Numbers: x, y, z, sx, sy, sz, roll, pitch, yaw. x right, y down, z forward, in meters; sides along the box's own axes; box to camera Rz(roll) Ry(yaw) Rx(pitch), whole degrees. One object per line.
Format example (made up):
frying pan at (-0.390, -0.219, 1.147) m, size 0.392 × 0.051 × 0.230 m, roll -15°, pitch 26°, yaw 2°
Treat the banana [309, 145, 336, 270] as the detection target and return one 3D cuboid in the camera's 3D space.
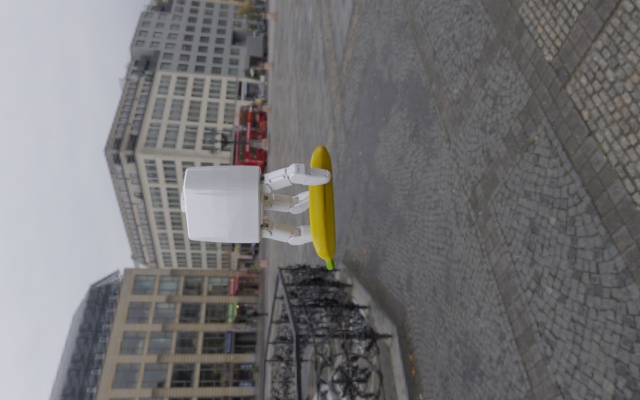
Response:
banana at (0.001, 0.001, 0.711) m, size 0.037 × 0.197 × 0.070 m, roll -2°, pitch -15°, yaw -3°
